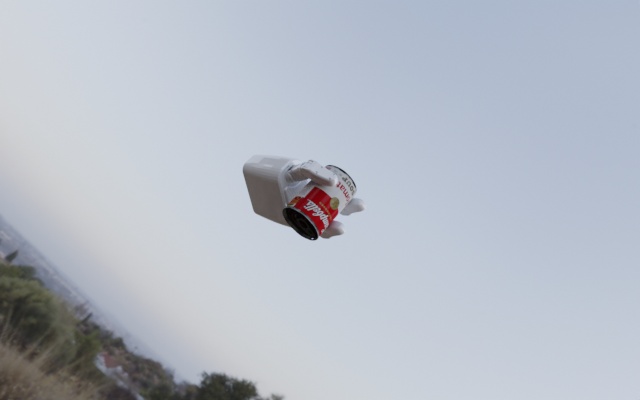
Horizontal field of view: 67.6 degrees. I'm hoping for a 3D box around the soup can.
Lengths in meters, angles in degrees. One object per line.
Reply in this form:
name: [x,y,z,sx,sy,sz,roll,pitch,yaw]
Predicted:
soup can: [0.001,0.002,0.730,0.102,0.068,0.068,-48,26,-27]
